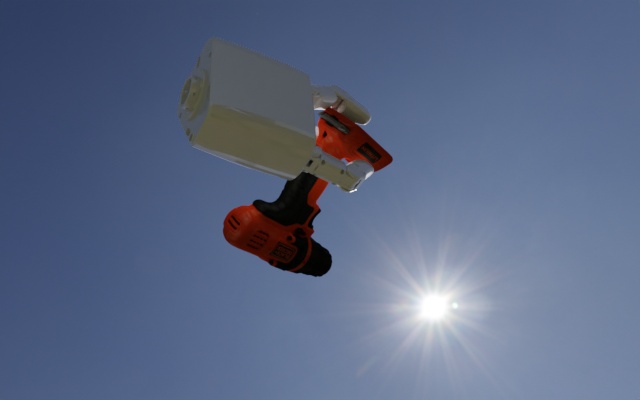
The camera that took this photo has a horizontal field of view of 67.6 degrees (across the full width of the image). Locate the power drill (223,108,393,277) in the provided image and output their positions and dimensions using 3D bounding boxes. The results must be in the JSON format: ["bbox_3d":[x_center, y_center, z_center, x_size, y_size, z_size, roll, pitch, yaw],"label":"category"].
[{"bbox_3d":[0.000,0.001,0.557,0.057,0.187,0.184,39,4,37],"label":"power drill"}]
